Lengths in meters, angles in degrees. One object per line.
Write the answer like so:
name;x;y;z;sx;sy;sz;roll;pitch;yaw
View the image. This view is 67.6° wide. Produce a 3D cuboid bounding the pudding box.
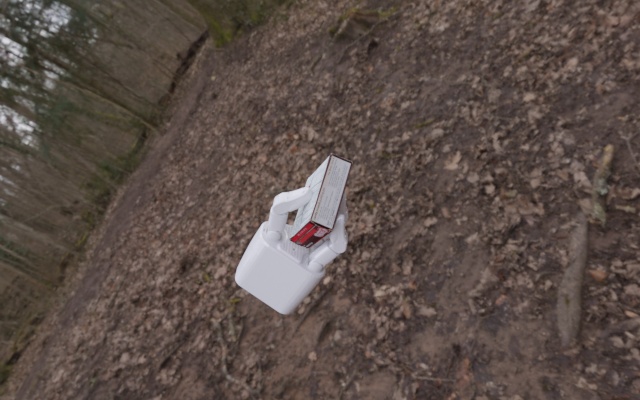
pudding box;0.000;0.002;0.671;0.039;0.113;0.090;23;-27;-14
